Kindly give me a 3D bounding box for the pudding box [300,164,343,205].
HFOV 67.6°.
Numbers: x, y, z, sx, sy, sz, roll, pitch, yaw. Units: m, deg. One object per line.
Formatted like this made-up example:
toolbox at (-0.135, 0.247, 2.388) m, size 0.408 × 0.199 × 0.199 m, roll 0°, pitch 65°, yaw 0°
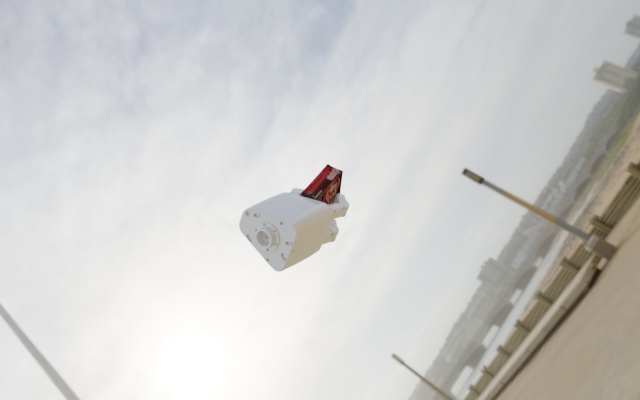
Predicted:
pudding box at (0.000, 0.003, 0.867) m, size 0.039 × 0.090 × 0.114 m, roll 30°, pitch -35°, yaw 17°
